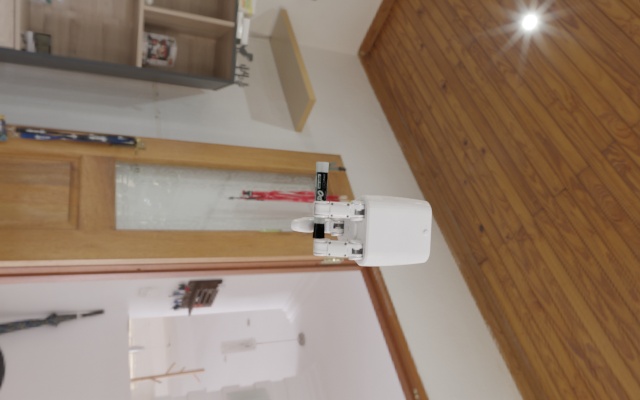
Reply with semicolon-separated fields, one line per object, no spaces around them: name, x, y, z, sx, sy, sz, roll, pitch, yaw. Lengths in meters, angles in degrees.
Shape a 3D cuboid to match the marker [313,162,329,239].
marker;0.000;0.002;0.722;0.020;0.121;0.020;3;1;0
